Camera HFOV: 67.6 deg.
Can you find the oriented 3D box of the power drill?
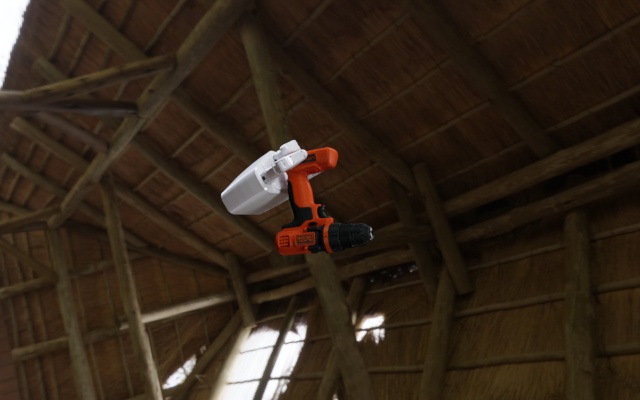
[{"bbox_3d":[0.000,0.002,0.868,0.184,0.187,0.057,-8,-13,19],"label":"power drill"}]
